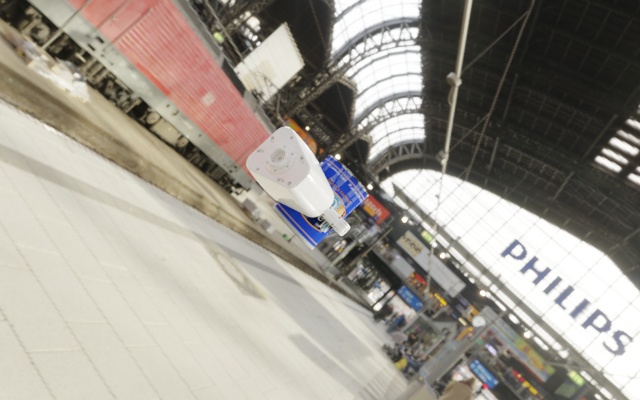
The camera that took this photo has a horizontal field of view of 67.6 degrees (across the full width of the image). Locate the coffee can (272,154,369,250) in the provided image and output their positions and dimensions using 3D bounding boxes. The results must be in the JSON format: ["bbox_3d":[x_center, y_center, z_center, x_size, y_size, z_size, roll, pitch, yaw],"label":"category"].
[{"bbox_3d":[0.000,0.003,0.846,0.140,0.103,0.103,-43,2,-3],"label":"coffee can"}]
